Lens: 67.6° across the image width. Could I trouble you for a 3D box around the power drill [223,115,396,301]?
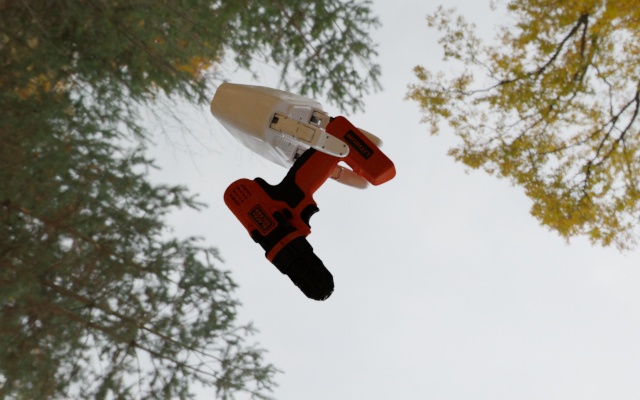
[{"bbox_3d":[0.000,0.001,0.580,0.187,0.184,0.057,-41,-15,-8],"label":"power drill"}]
